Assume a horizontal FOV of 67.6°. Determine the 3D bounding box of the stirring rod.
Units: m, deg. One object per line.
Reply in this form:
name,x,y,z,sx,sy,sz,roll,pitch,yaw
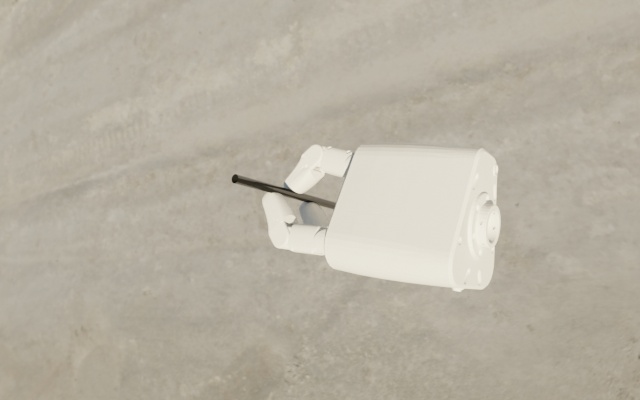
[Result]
stirring rod,0.000,0.002,0.495,0.011,0.011,0.239,0,-10,37
